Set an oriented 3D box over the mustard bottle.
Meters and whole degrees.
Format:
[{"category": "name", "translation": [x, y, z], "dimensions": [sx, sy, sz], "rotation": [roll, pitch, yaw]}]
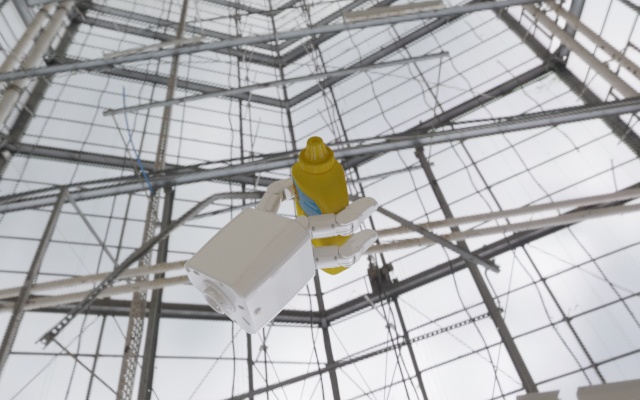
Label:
[{"category": "mustard bottle", "translation": [0.000, 0.002, 0.598], "dimensions": [0.058, 0.192, 0.096], "rotation": [-23, 46, -17]}]
